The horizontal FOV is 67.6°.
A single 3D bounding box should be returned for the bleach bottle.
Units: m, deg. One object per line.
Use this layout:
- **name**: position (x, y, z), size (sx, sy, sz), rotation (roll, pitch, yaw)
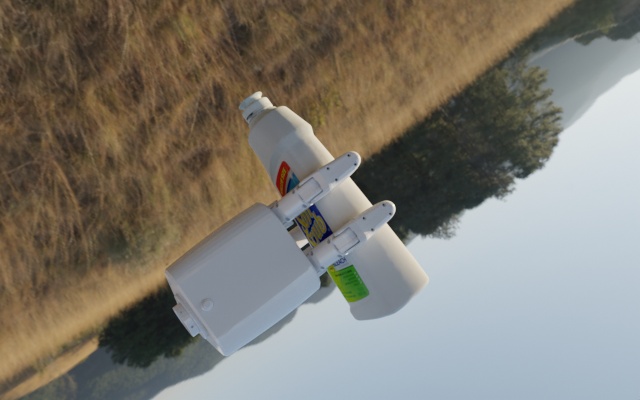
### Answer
- **bleach bottle**: position (0.000, 0.002, 0.488), size (0.068, 0.251, 0.102), rotation (-35, -2, -25)
